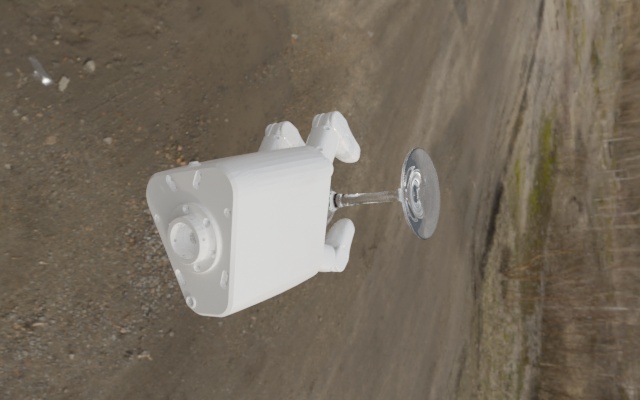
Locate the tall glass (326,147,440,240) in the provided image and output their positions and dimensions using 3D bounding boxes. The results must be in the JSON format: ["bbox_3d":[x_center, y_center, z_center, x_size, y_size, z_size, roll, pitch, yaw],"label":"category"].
[{"bbox_3d":[0.001,0.001,0.438,0.201,0.079,0.079,-5,-3,35],"label":"tall glass"}]
